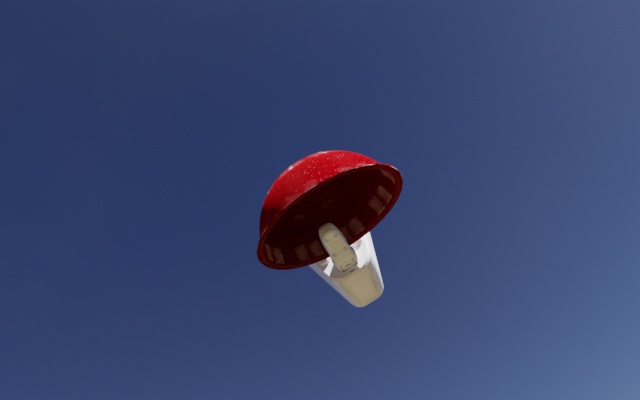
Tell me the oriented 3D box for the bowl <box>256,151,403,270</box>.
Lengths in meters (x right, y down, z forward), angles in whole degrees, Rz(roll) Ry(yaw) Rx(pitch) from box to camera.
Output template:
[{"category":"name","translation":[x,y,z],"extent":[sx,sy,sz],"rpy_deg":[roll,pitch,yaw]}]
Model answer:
[{"category":"bowl","translation":[0.000,0.001,0.479],"extent":[0.162,0.055,0.162],"rpy_deg":[-25,-27,-14]}]
